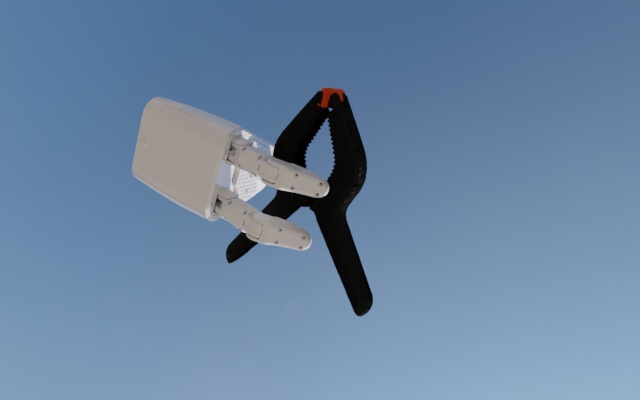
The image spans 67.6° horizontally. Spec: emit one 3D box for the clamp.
[{"bbox_3d":[0.000,0.001,0.458,0.164,0.210,0.036,25,19,17],"label":"clamp"}]
